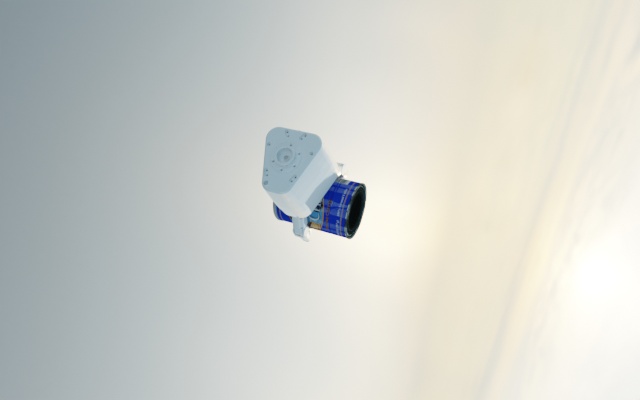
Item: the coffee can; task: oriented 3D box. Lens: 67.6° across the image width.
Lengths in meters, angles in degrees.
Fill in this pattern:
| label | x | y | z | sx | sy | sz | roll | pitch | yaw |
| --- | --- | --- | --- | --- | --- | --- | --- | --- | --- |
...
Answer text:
| label | x | y | z | sx | sy | sz | roll | pitch | yaw |
| --- | --- | --- | --- | --- | --- | --- | --- | --- | --- |
| coffee can | 0.000 | 0.003 | 0.855 | 0.140 | 0.103 | 0.103 | 14 | 5 | 19 |
